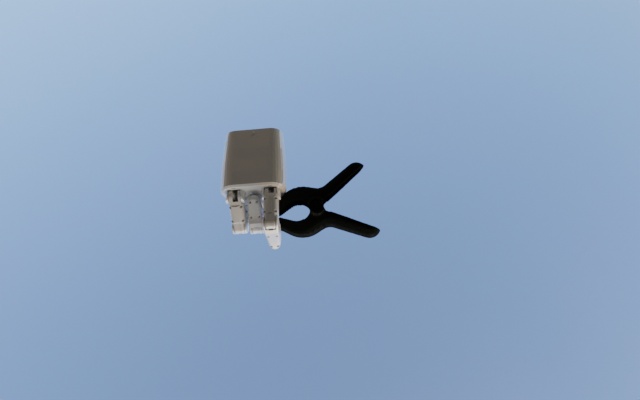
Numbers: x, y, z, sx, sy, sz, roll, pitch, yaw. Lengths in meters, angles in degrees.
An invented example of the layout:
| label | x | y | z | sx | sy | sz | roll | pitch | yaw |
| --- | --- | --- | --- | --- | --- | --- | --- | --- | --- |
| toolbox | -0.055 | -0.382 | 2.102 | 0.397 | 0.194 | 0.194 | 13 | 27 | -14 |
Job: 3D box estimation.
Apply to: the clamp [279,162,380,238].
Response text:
| label | x | y | z | sx | sy | sz | roll | pitch | yaw |
| --- | --- | --- | --- | --- | --- | --- | --- | --- | --- |
| clamp | 0.000 | 0.003 | 0.725 | 0.171 | 0.120 | 0.039 | -3 | -25 | -1 |
